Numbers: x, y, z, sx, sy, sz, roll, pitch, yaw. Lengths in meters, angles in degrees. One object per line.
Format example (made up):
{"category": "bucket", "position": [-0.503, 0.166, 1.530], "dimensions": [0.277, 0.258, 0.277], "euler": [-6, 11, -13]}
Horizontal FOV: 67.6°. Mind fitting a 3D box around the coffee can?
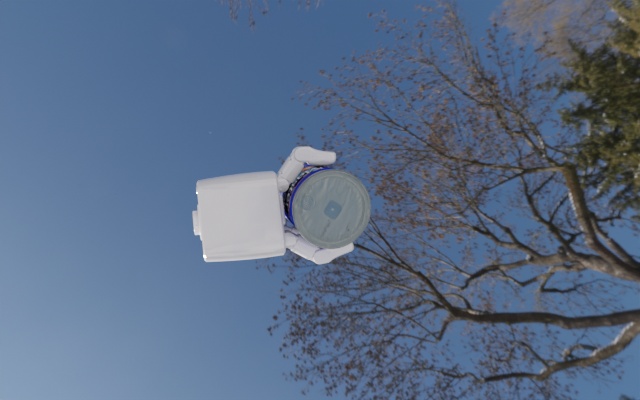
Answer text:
{"category": "coffee can", "position": [0.000, 0.002, 0.671], "dimensions": [0.103, 0.103, 0.140], "euler": [0, 8, -13]}
